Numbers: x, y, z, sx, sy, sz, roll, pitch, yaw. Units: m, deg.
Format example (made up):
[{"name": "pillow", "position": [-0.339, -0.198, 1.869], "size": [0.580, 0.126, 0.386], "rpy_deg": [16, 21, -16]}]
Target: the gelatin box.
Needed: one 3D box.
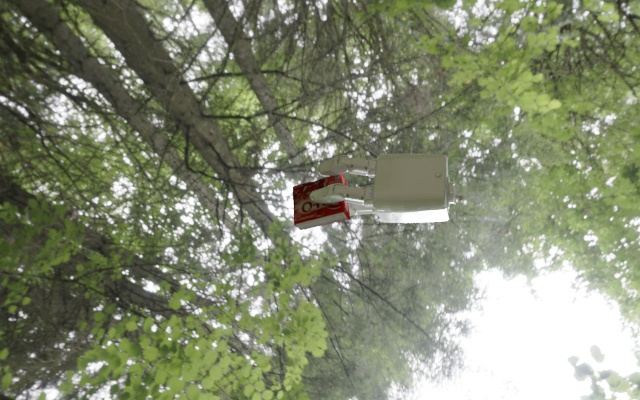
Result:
[{"name": "gelatin box", "position": [0.000, 0.003, 0.768], "size": [0.089, 0.073, 0.030], "rpy_deg": [-14, -33, 15]}]
